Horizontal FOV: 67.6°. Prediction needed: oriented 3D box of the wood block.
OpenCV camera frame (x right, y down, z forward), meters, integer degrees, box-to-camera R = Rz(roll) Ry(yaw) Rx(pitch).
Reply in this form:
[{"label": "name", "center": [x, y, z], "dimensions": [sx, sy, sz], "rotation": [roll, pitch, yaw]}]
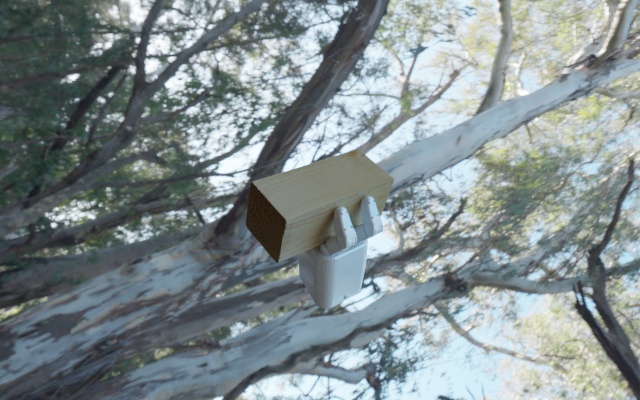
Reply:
[{"label": "wood block", "center": [0.000, 0.002, 0.729], "dimensions": [0.206, 0.090, 0.090], "rotation": [-21, 51, -35]}]
